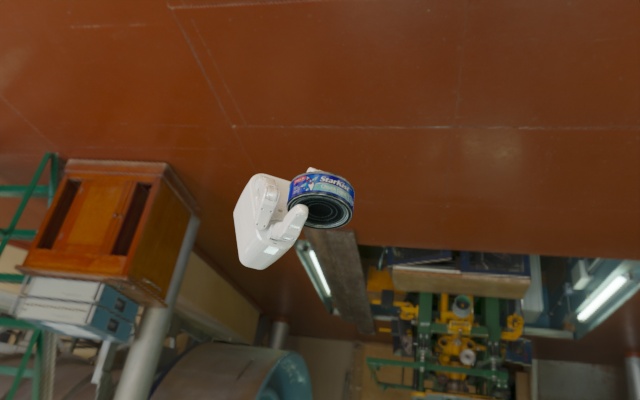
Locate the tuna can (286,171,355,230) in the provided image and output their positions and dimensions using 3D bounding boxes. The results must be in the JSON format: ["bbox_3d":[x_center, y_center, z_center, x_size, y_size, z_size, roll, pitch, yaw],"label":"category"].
[{"bbox_3d":[0.000,0.002,0.605,0.086,0.033,0.086,5,-34,3],"label":"tuna can"}]
